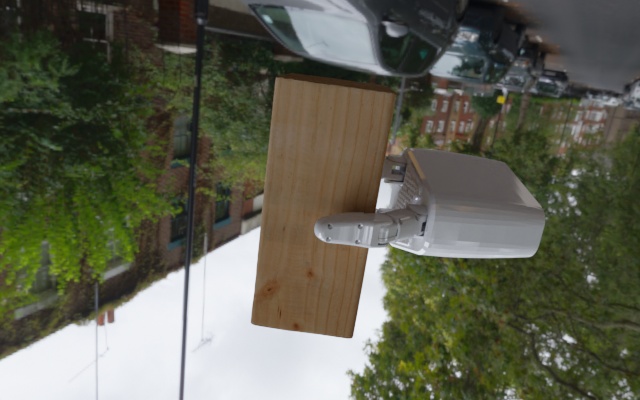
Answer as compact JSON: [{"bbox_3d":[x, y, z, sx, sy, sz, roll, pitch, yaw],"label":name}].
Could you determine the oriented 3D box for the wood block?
[{"bbox_3d":[0.000,0.002,0.414,0.090,0.206,0.090,8,17,1],"label":"wood block"}]
